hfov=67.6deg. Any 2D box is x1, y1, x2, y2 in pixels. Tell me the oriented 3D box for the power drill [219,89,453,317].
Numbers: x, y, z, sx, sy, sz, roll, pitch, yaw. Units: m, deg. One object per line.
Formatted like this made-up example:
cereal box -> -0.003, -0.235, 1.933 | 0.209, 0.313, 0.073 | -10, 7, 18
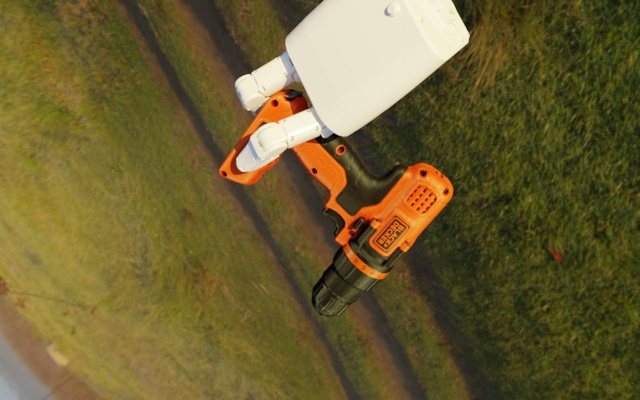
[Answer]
power drill -> 0.000, 0.001, 0.455 | 0.187, 0.184, 0.057 | 38, 18, -2
